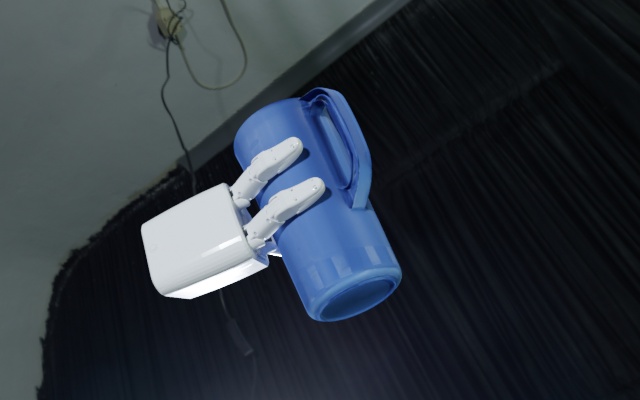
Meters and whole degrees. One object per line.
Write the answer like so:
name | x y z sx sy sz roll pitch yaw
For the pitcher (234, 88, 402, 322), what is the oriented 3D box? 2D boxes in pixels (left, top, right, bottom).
pitcher | 0.000 0.002 0.546 0.145 0.242 0.149 -25 -30 0
